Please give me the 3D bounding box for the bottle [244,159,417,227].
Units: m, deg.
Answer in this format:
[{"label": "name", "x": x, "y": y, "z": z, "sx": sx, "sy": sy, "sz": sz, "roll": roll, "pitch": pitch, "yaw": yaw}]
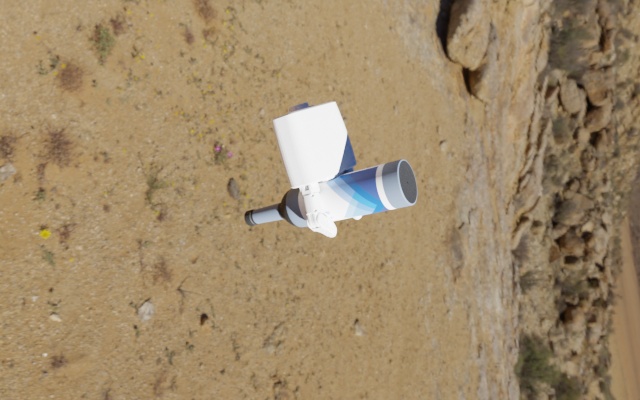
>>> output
[{"label": "bottle", "x": 0.000, "y": 0.002, "z": 0.744, "sx": 0.296, "sy": 0.069, "sz": 0.069, "roll": -13, "pitch": -7, "yaw": 31}]
